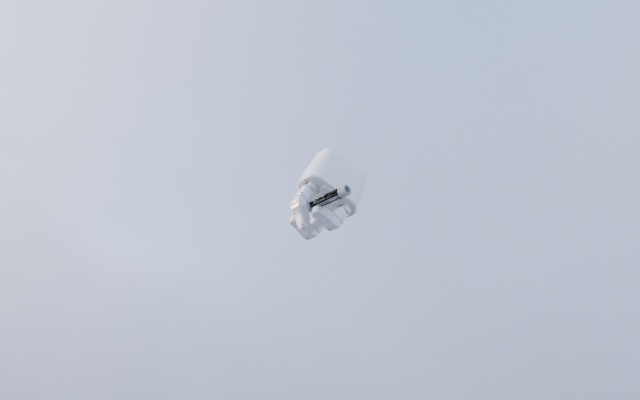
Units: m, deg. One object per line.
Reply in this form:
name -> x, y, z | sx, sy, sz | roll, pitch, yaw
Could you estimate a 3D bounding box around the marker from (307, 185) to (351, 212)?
marker -> 0.000, 0.003, 0.816 | 0.121, 0.020, 0.020 | -25, -15, 36
